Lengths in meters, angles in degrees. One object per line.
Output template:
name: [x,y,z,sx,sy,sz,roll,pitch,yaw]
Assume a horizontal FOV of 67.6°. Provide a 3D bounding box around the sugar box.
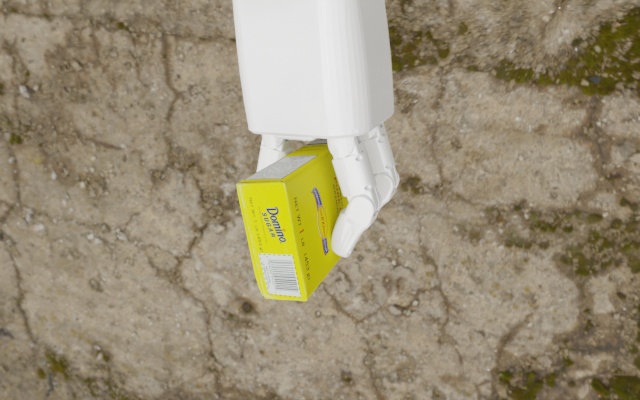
sugar box: [0.001,0.001,0.407,0.048,0.093,0.176,0,20,26]
